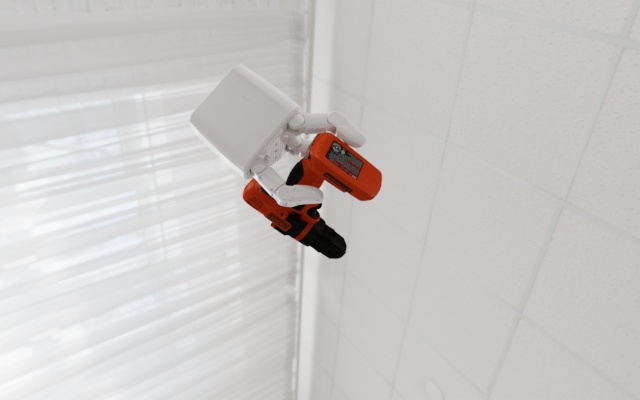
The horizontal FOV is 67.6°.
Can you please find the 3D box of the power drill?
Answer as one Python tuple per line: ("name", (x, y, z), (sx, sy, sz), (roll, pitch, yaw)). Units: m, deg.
("power drill", (0.000, 0.002, 0.669), (0.184, 0.057, 0.188), (35, -42, -15))
